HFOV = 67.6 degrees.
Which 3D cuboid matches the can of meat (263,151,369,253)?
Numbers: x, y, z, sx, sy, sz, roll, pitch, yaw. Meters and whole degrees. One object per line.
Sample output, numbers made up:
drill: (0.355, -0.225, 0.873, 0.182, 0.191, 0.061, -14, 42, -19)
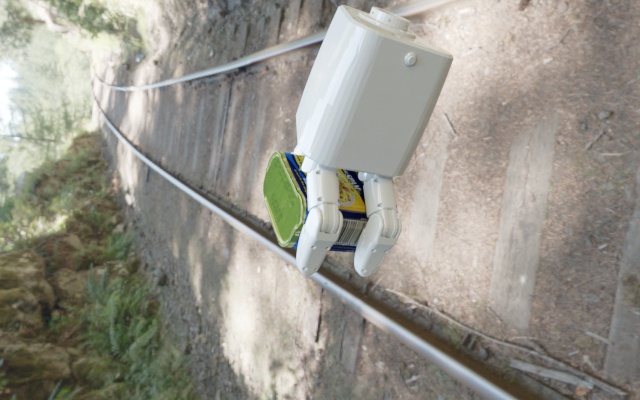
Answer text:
can of meat: (0.000, 0.001, 0.436, 0.084, 0.057, 0.102, 7, 34, -28)
